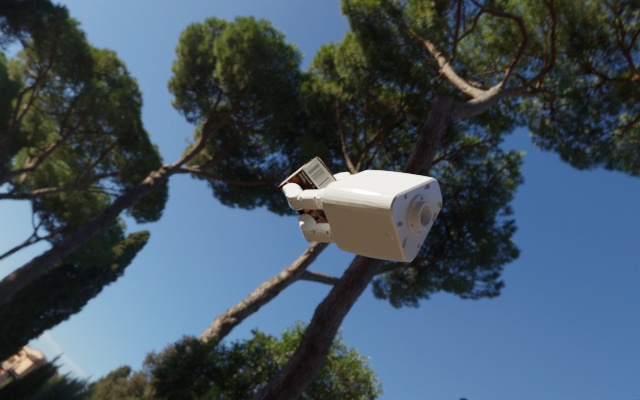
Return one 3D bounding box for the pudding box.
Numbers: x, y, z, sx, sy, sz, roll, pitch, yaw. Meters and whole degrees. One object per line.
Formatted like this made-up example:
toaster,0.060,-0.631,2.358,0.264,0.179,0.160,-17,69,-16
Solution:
pudding box,0.000,0.002,0.690,0.039,0.113,0.090,-39,4,-32
